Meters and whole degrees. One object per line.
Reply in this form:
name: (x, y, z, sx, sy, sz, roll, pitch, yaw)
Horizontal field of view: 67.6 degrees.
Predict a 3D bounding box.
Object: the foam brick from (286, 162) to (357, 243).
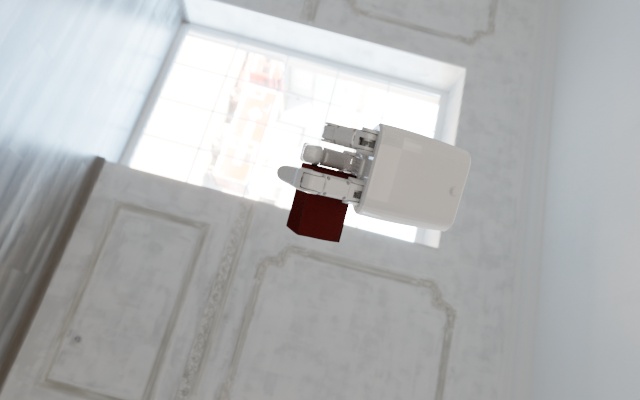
foam brick: (0.000, 0.002, 0.534, 0.051, 0.078, 0.053, 13, 6, -18)
